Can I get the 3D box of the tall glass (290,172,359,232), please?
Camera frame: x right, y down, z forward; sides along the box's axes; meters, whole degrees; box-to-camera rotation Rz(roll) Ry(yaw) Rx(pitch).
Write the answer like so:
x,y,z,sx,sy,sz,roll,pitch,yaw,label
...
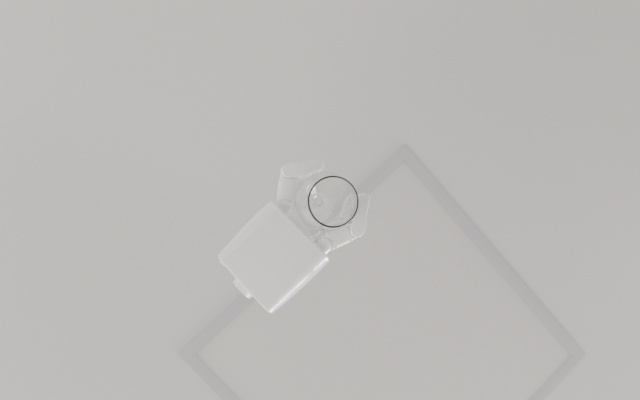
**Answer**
x,y,z,sx,sy,sz,roll,pitch,yaw,label
0.000,0.002,0.661,0.079,0.079,0.201,0,-1,-9,tall glass
